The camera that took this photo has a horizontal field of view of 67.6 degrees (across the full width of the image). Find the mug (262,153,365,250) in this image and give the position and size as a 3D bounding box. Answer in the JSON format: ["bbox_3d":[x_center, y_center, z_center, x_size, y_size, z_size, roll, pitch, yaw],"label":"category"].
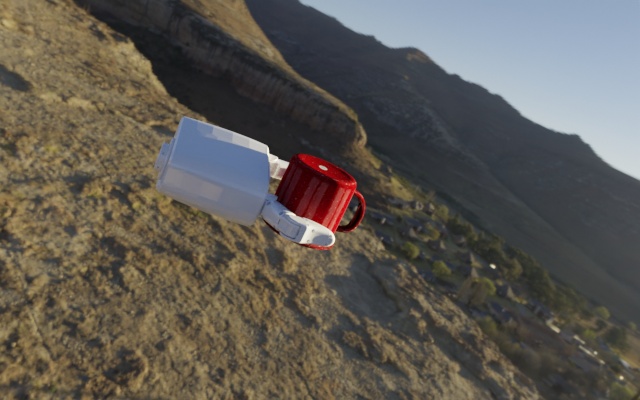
[{"bbox_3d":[0.001,0.002,0.556,0.117,0.081,0.093,19,17,-22],"label":"mug"}]
